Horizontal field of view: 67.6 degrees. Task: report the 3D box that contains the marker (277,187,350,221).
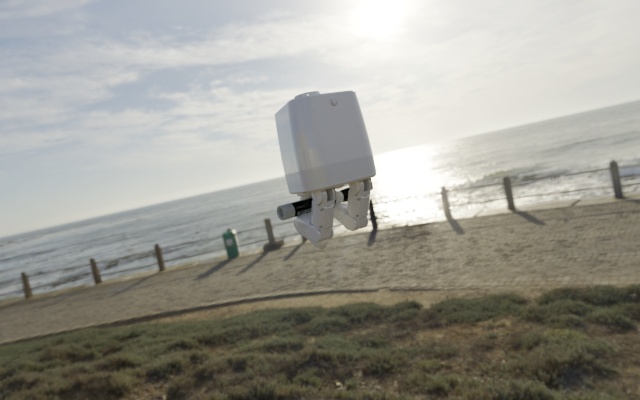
[{"bbox_3d":[0.000,0.002,0.607,0.121,0.020,0.020,-15,9,-34],"label":"marker"}]
